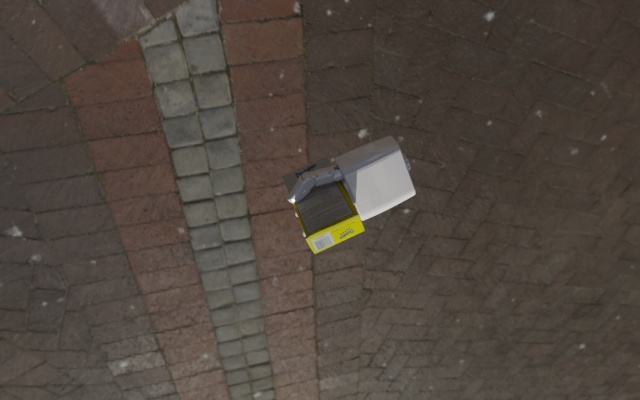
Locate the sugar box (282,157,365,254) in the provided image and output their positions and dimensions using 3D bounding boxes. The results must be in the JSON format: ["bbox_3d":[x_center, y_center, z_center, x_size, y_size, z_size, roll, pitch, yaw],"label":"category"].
[{"bbox_3d":[0.000,0.003,0.819,0.093,0.048,0.176,-24,39,0],"label":"sugar box"}]
